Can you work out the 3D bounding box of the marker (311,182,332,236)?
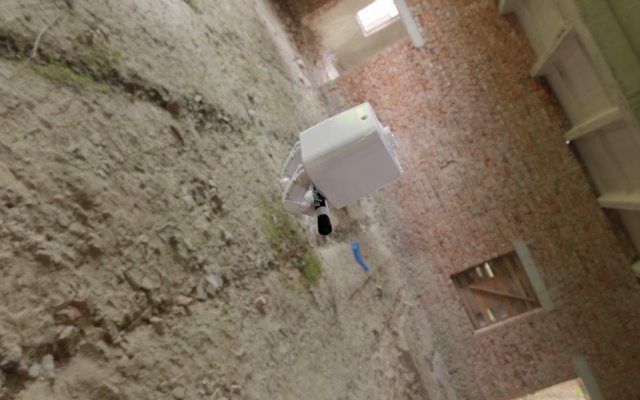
[{"bbox_3d":[0.000,0.002,0.649,0.020,0.020,0.121,0,41,-8],"label":"marker"}]
